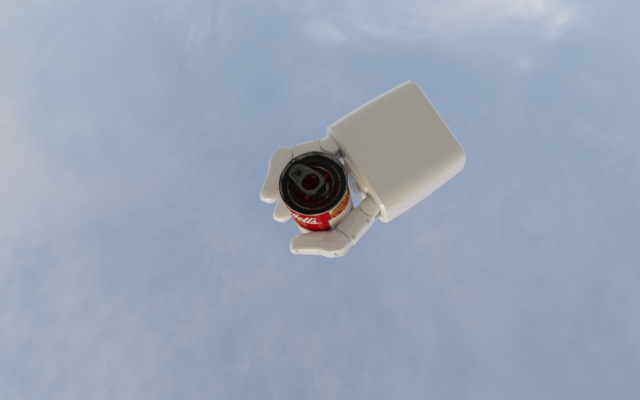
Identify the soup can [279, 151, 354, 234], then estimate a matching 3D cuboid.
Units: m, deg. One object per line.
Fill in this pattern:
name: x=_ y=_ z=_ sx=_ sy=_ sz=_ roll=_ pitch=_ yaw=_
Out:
soup can: x=0.000 y=0.002 z=0.503 sx=0.068 sy=0.068 sz=0.102 roll=0 pitch=-22 yaw=9
